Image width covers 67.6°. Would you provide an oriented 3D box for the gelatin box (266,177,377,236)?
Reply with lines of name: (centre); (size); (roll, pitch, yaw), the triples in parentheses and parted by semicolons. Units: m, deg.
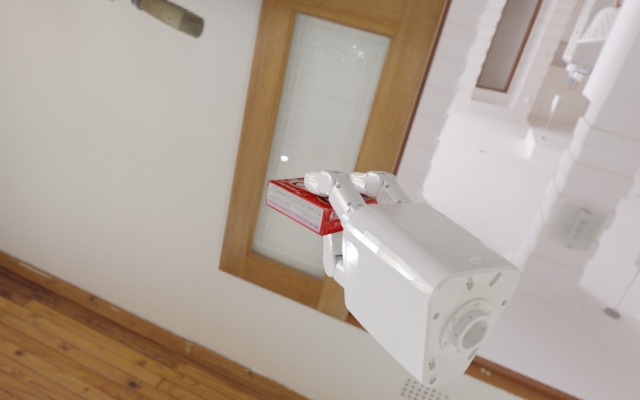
gelatin box: (0.000, 0.002, 0.484); (0.073, 0.030, 0.089); (-9, 25, -43)
